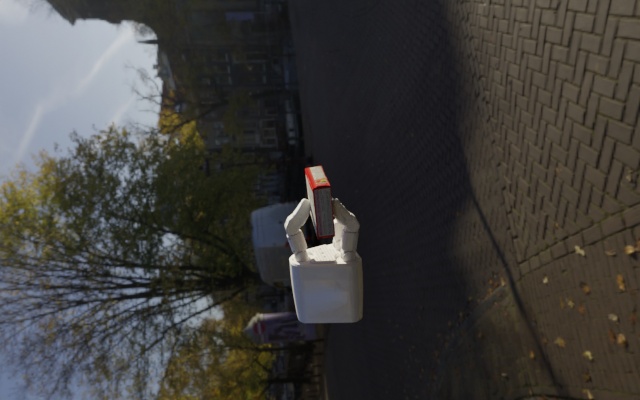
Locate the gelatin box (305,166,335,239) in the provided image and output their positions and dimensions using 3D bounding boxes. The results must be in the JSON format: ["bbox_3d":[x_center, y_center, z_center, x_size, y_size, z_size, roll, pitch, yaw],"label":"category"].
[{"bbox_3d":[0.000,0.002,0.725,0.030,0.089,0.073,-10,29,-6],"label":"gelatin box"}]
